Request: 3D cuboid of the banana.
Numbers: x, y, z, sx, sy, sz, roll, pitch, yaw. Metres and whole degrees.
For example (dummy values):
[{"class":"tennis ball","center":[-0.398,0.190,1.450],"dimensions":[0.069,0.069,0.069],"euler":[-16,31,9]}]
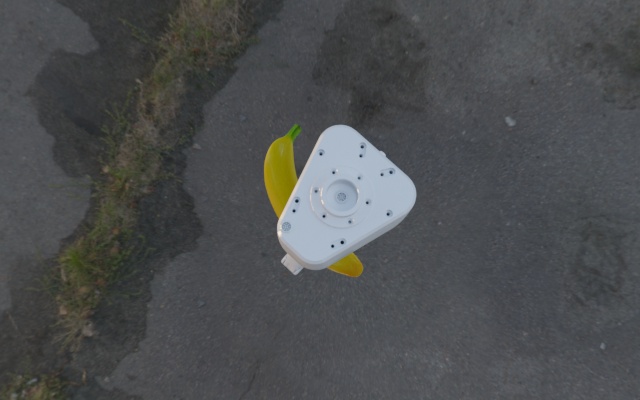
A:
[{"class":"banana","center":[-0.018,0.006,0.551],"dimensions":[0.069,0.197,0.037],"euler":[-22,-10,-8]}]
